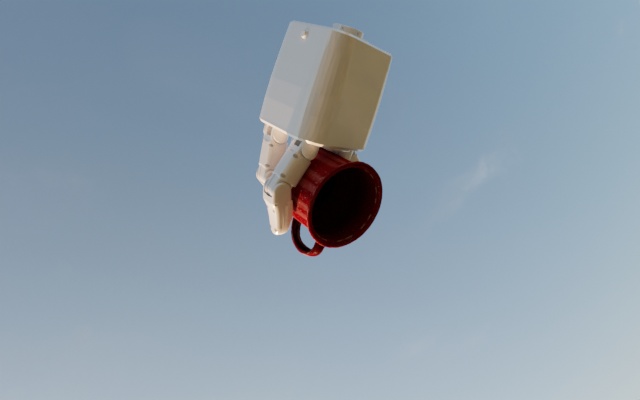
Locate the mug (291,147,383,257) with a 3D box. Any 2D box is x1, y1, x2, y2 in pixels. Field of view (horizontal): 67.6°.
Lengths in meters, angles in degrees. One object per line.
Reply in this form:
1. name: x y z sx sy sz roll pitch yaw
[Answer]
1. mug: 0.000 0.003 0.506 0.093 0.117 0.081 8 17 -39
